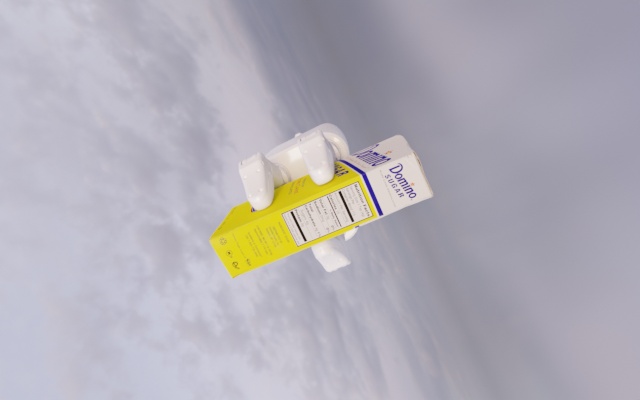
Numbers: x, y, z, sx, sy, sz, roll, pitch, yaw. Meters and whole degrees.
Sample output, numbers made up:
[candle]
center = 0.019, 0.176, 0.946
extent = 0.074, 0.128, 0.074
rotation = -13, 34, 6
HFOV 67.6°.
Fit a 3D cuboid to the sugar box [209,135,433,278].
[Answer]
[sugar box]
center = 0.000, 0.001, 0.411
extent = 0.176, 0.048, 0.093
rotation = -26, 14, 9
